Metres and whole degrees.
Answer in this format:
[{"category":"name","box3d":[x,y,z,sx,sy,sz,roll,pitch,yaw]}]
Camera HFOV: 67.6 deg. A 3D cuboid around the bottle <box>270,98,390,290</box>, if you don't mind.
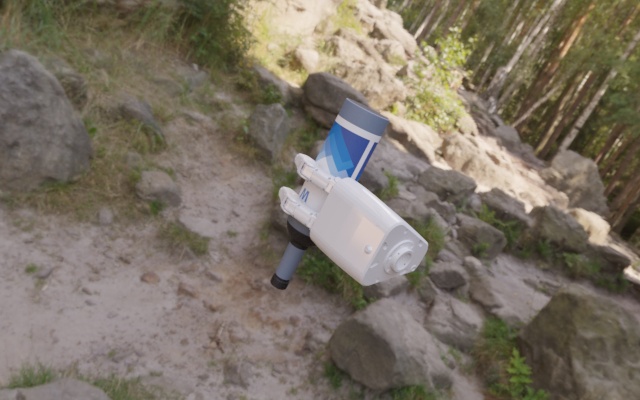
[{"category":"bottle","box3d":[0.000,0.002,0.686,0.069,0.296,0.069,25,16,-8]}]
